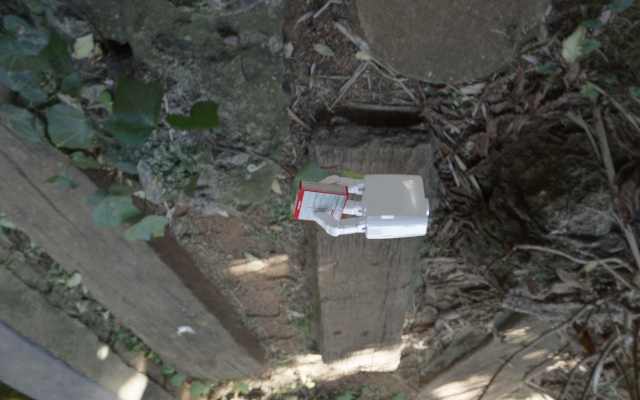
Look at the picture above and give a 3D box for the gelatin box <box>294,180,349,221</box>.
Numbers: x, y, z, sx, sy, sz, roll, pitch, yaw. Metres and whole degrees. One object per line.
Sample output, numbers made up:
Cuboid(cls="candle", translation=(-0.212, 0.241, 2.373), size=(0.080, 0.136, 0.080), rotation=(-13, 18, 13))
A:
Cuboid(cls="gelatin box", translation=(0.000, 0.003, 0.866), size=(0.089, 0.073, 0.030), rotation=(6, 43, -10))
